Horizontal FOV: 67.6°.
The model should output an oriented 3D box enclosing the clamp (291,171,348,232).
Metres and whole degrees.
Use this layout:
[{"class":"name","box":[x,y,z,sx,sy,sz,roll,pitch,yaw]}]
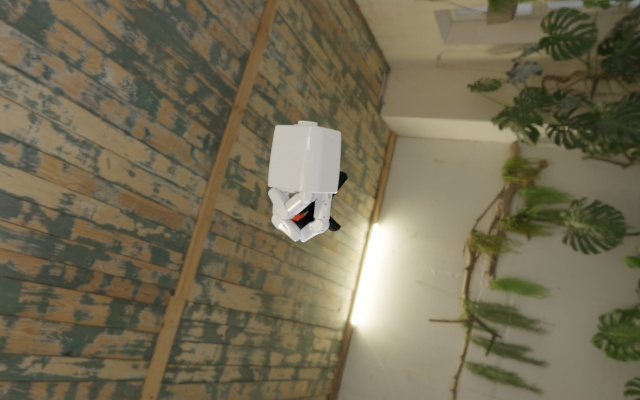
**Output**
[{"class":"clamp","box":[0.000,0.003,0.880,0.039,0.120,0.171,9,5,29]}]
